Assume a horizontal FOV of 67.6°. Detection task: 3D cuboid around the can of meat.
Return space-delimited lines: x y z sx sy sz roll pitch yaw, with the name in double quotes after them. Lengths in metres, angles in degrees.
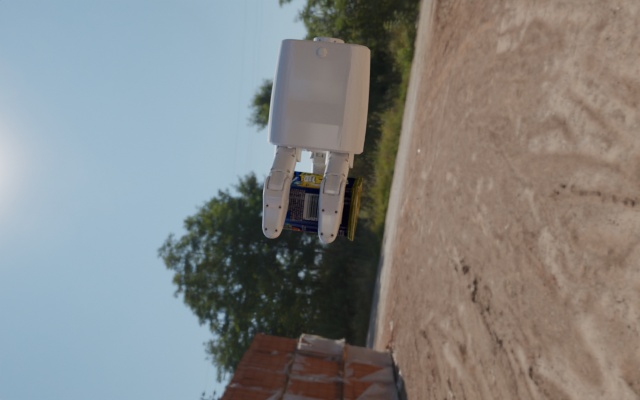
0.000 0.002 0.520 0.084 0.057 0.102 7 13 6 "can of meat"
